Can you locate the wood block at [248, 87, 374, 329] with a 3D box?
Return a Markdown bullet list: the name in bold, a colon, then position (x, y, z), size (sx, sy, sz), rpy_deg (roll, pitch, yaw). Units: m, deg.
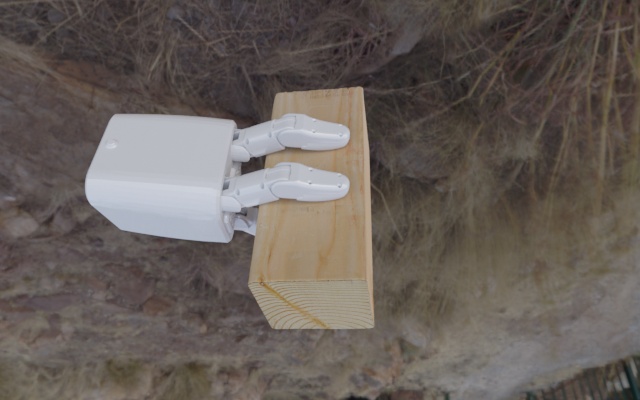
- **wood block**: position (0.000, 0.002, 0.435), size (0.090, 0.206, 0.091), rpy_deg (-3, -37, 8)
